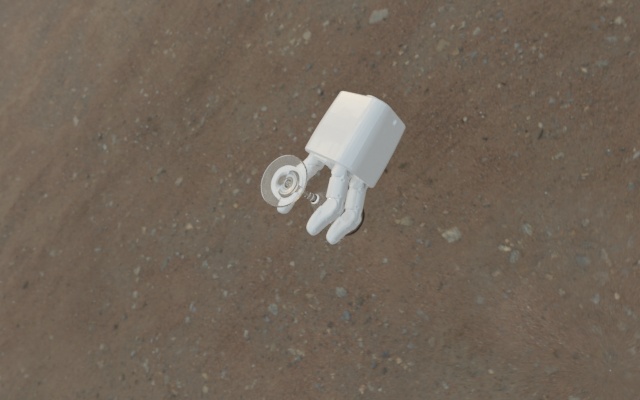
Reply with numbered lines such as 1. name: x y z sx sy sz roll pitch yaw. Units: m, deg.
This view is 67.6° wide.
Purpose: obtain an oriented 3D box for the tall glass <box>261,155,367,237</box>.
1. tall glass: 0.000 0.002 0.716 0.079 0.079 0.201 0 -17 31
